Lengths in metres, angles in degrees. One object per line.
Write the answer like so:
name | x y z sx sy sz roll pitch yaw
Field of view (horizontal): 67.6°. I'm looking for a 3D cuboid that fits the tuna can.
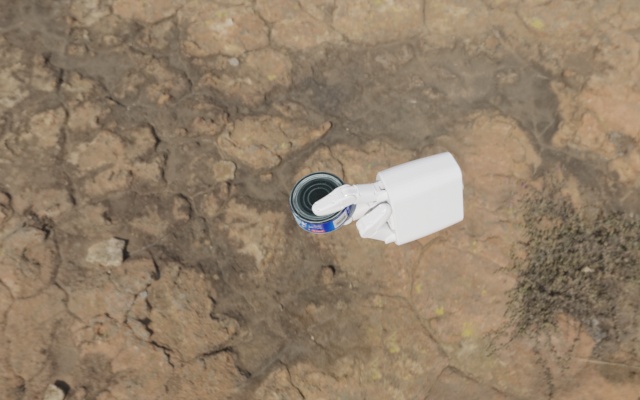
tuna can | 0.000 0.002 0.675 0.086 0.086 0.034 0 -29 11
